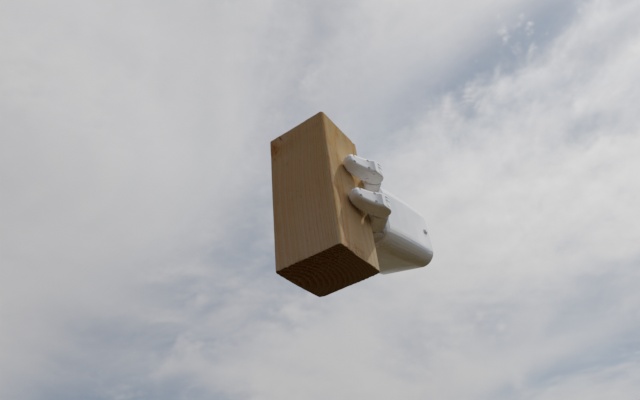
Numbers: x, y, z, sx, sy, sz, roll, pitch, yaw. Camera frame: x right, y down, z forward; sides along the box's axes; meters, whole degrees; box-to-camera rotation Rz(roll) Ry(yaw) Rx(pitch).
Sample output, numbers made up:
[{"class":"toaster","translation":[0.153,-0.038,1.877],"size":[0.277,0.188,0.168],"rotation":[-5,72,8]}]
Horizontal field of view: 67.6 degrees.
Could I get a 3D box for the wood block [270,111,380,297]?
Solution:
[{"class":"wood block","translation":[0.000,0.002,0.604],"size":[0.091,0.206,0.090],"rotation":[-28,-43,24]}]
